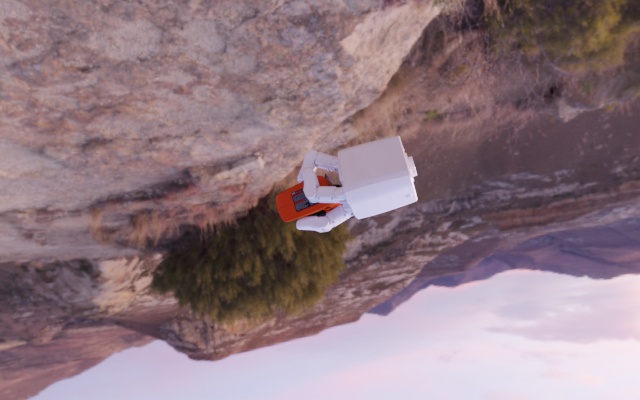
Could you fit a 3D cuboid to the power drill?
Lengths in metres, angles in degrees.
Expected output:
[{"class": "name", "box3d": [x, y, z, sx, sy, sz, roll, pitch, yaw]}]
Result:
[{"class": "power drill", "box3d": [0.000, 0.003, 0.885, 0.184, 0.057, 0.187, -25, -11, 27]}]
